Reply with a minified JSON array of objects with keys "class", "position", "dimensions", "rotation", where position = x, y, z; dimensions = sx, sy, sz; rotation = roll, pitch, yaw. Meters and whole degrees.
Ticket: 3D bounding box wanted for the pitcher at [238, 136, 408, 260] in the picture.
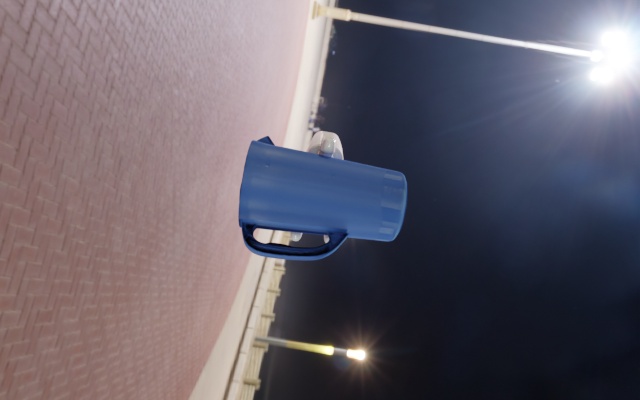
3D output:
[{"class":"pitcher","position":[0.000,0.002,0.720],"dimensions":[0.243,0.149,0.145],"rotation":[9,21,-2]}]
